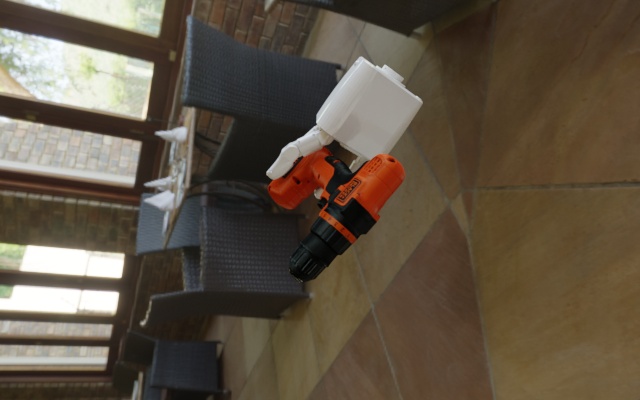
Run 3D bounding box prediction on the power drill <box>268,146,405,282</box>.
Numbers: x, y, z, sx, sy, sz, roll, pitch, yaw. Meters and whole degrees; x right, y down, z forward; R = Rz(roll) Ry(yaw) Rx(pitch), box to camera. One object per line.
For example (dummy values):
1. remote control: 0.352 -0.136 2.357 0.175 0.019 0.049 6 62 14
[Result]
1. power drill: 0.000 0.002 0.623 0.057 0.184 0.187 47 -7 -34
